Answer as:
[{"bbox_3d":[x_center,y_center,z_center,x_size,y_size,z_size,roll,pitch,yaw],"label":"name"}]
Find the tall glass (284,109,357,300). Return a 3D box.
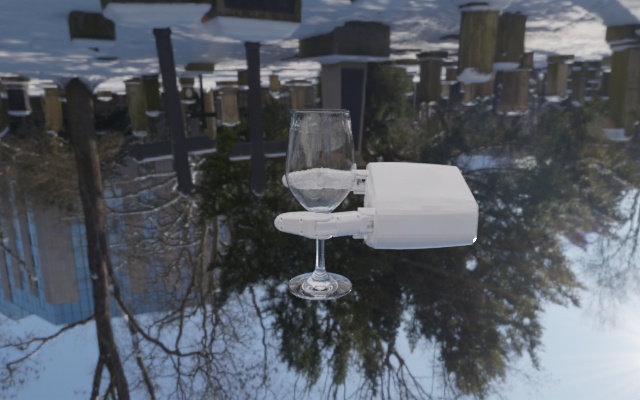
[{"bbox_3d":[0.000,0.002,0.526,0.079,0.201,0.079,0,14,0],"label":"tall glass"}]
